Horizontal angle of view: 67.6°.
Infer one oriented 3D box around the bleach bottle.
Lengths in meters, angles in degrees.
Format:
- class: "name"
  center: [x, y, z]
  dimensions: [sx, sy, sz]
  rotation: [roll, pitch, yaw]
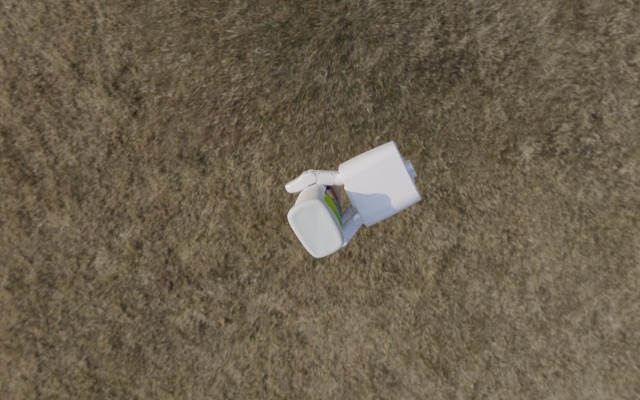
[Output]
- class: "bleach bottle"
  center: [0.000, 0.003, 0.859]
  dimensions: [0.068, 0.102, 0.250]
  rotation: [-27, 18, 12]
